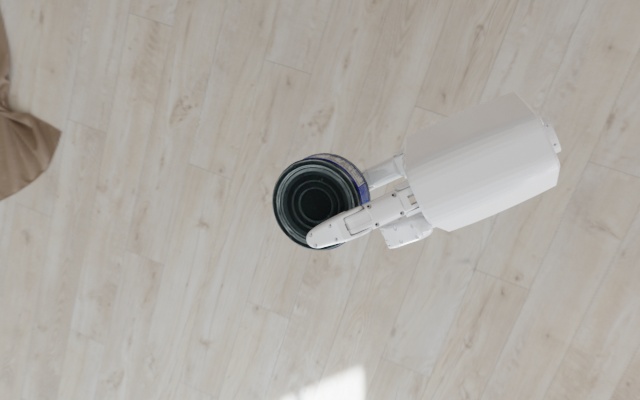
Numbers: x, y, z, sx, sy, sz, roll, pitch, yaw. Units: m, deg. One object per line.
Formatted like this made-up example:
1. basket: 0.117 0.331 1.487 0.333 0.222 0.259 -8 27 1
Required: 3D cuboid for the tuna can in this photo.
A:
1. tuna can: 0.000 0.002 0.434 0.086 0.086 0.033 0 12 20
